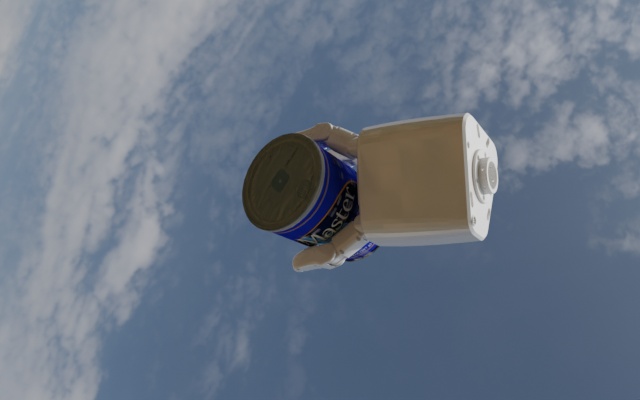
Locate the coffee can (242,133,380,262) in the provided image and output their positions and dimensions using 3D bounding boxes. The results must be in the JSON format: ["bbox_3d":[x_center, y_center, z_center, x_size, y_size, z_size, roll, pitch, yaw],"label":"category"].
[{"bbox_3d":[0.000,0.002,0.522,0.103,0.102,0.140,0,-18,38],"label":"coffee can"}]
